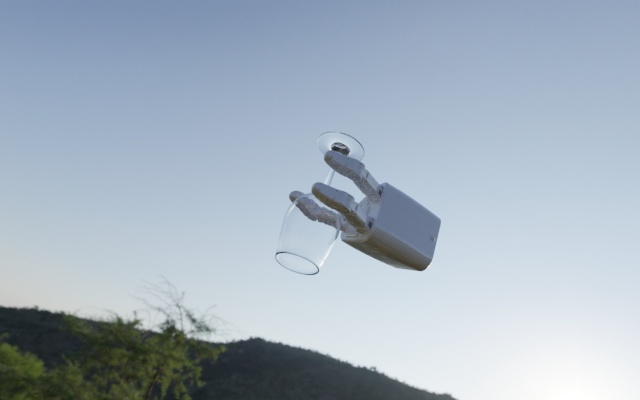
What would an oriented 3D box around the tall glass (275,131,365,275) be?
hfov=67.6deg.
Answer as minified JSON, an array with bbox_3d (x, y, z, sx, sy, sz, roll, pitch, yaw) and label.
[{"bbox_3d":[0.000,0.002,0.671,0.079,0.201,0.079,16,-29,9],"label":"tall glass"}]
